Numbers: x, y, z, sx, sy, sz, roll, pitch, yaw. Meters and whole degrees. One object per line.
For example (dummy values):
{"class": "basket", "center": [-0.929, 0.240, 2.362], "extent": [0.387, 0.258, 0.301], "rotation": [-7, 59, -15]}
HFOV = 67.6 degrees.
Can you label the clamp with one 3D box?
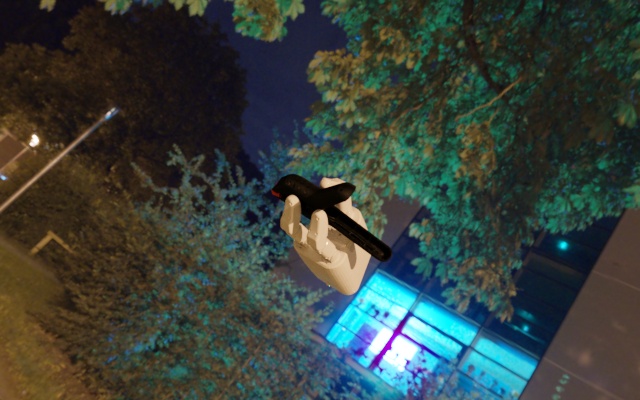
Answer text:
{"class": "clamp", "center": [0.000, 0.002, 0.689], "extent": [0.210, 0.036, 0.165], "rotation": [27, -22, 35]}
